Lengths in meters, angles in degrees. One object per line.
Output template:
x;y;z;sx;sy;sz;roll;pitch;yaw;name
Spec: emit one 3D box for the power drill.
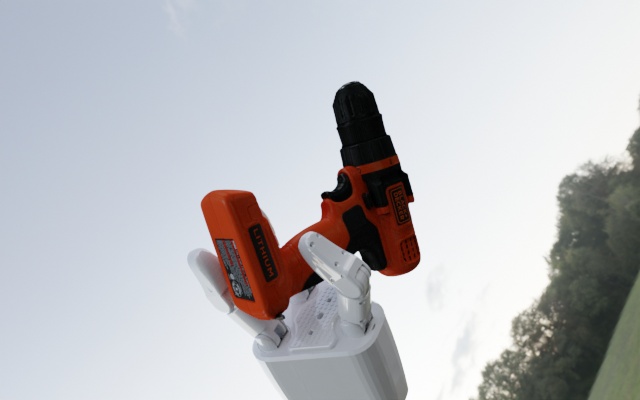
0.000;0.002;0.404;0.187;0.184;0.057;-21;7;-33;power drill
